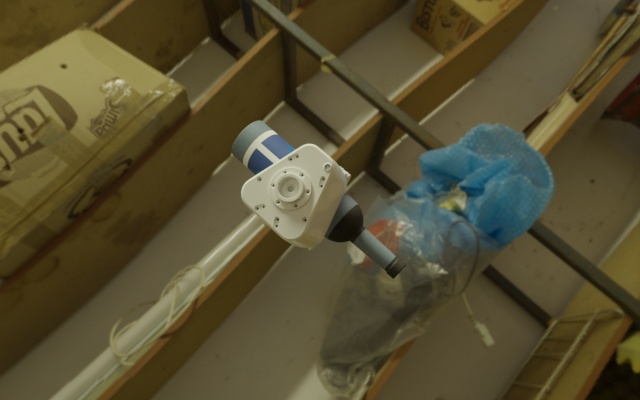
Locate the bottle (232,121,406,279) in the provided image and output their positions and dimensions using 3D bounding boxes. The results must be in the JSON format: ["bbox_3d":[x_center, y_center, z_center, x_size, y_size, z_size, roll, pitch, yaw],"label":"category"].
[{"bbox_3d":[0.000,0.002,0.681,0.295,0.069,0.069,41,10,12],"label":"bottle"}]
